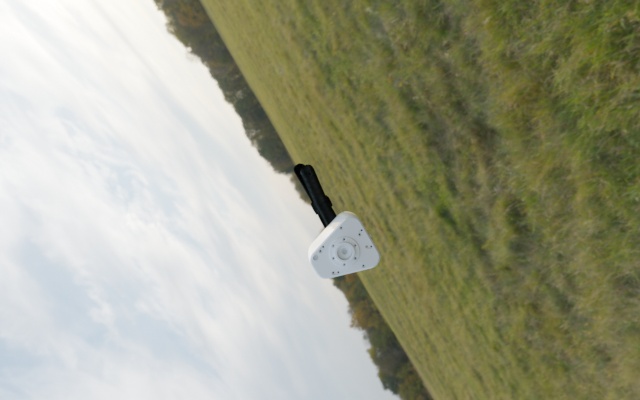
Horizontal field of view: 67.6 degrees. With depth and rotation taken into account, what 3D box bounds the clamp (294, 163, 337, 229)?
[{"bbox_3d":[0.000,0.003,0.882,0.039,0.171,0.120,-31,1,0],"label":"clamp"}]
